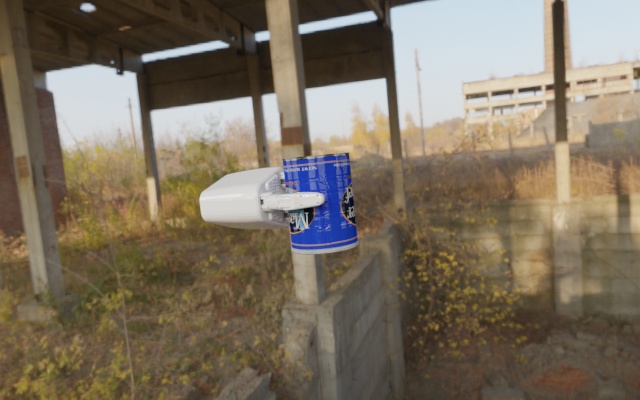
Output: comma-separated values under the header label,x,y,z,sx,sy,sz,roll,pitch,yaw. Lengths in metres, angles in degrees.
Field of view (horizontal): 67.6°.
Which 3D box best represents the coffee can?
label,x,y,z,sx,sy,sz,roll,pitch,yaw
coffee can,0.000,0.003,0.720,0.103,0.140,0.103,-6,5,0
